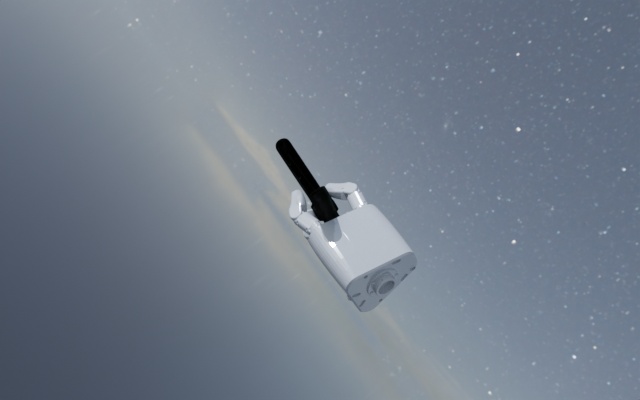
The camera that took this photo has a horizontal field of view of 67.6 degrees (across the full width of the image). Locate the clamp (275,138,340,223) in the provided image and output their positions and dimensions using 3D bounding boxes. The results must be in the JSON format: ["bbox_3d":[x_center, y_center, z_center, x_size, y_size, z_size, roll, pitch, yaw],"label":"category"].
[{"bbox_3d":[0.001,0.002,0.751,0.036,0.164,0.210,-33,-43,-1],"label":"clamp"}]
